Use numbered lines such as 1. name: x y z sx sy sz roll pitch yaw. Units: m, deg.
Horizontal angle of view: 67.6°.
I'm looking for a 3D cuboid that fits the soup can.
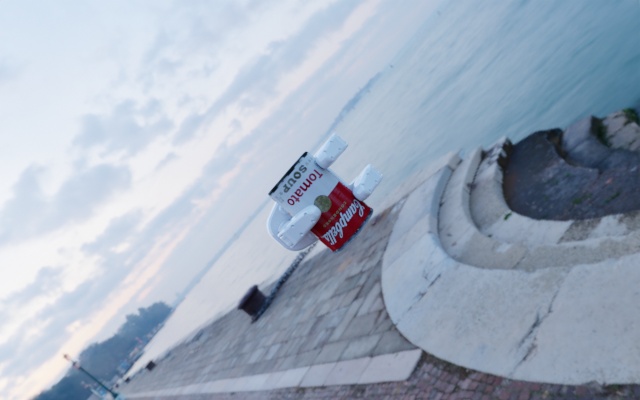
1. soup can: 0.000 0.002 0.539 0.102 0.068 0.068 42 -4 -5
